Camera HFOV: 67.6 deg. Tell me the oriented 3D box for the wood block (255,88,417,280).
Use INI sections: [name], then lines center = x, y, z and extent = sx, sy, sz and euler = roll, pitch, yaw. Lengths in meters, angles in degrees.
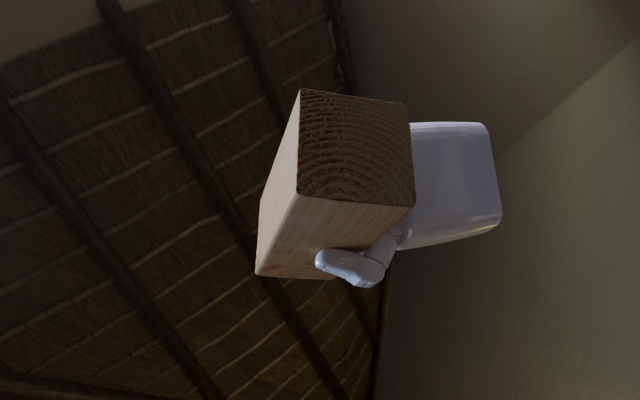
[wood block]
center = 0.000, 0.002, 0.436
extent = 0.090, 0.090, 0.206
euler = 6, -25, -13
